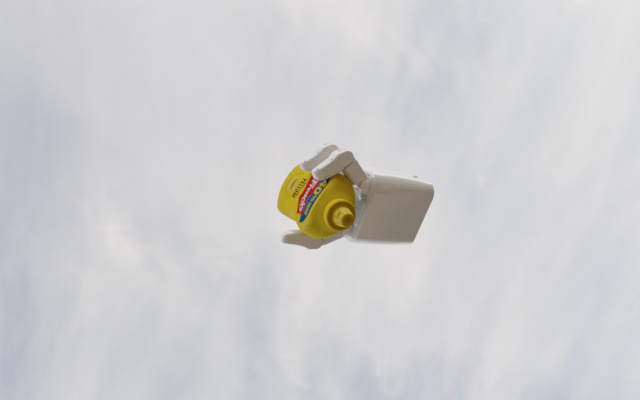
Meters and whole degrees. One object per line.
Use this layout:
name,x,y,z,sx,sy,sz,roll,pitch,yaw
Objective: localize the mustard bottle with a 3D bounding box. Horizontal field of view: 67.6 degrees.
mustard bottle,0.000,0.002,0.671,0.058,0.096,0.191,34,0,-26
